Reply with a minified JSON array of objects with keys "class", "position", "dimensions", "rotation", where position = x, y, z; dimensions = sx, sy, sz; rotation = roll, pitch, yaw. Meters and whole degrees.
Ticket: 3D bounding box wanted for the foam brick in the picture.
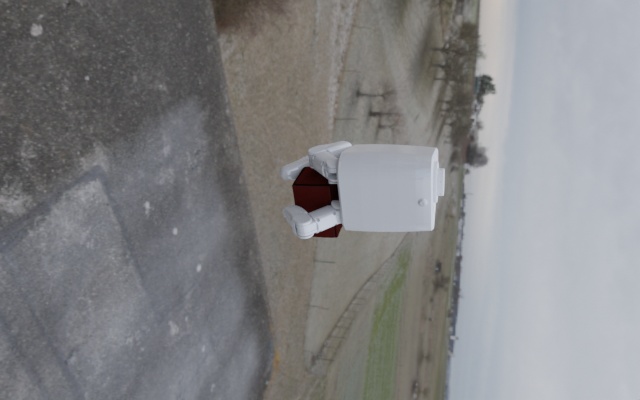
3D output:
[{"class":"foam brick","position":[0.000,0.002,0.610],"dimensions":[0.051,0.078,0.053],"rotation":[2,31,16]}]
